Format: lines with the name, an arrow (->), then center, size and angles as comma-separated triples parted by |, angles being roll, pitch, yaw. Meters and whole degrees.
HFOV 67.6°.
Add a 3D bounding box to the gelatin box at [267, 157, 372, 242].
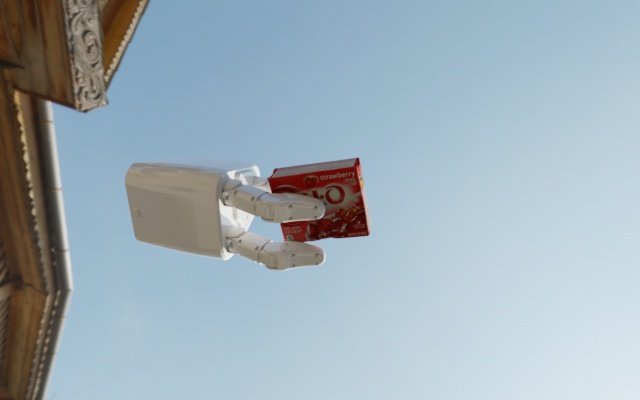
gelatin box -> 0.000, 0.001, 0.466 | 0.089, 0.073, 0.030 | -7, 23, 14
